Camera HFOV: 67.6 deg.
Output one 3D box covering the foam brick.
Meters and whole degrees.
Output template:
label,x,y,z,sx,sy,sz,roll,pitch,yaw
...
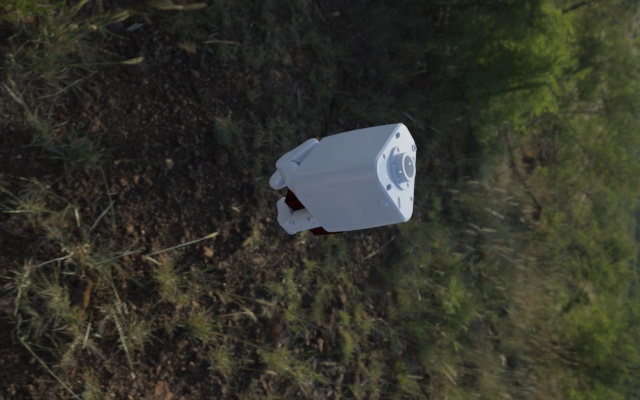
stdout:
label,x,y,z,sx,sy,sz,roll,pitch,yaw
foam brick,0.000,0.002,0.620,0.051,0.053,0.078,-9,-43,34
